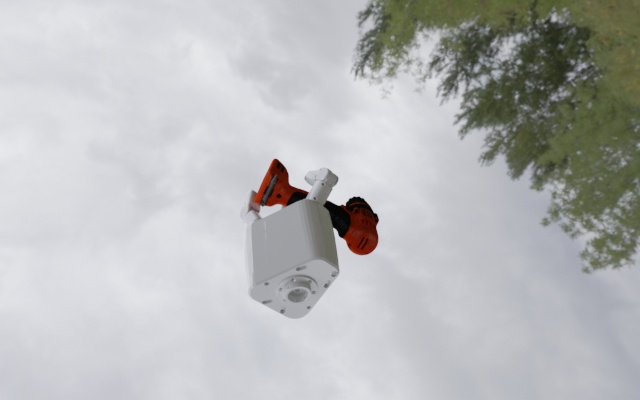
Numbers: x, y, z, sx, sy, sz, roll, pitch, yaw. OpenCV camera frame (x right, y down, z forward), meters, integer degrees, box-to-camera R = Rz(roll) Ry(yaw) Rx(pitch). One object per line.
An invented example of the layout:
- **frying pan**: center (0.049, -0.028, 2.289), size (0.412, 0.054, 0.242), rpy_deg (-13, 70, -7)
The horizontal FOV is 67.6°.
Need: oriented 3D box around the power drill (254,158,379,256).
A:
- **power drill**: center (0.000, 0.002, 0.728), size (0.187, 0.057, 0.184), rpy_deg (25, 14, -6)
